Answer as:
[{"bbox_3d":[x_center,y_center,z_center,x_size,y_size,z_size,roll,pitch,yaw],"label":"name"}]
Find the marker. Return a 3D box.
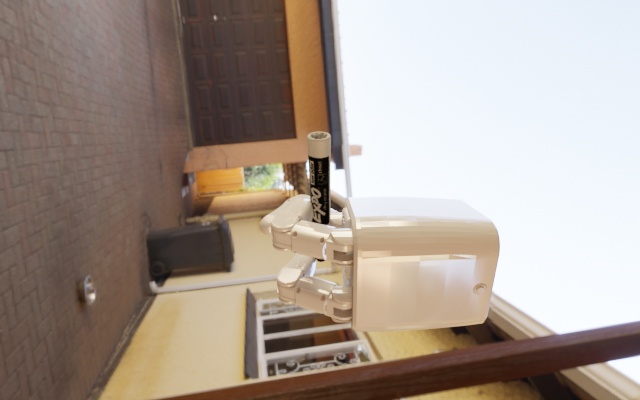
[{"bbox_3d":[0.000,0.001,0.406,0.020,0.121,0.020,-1,30,0],"label":"marker"}]
